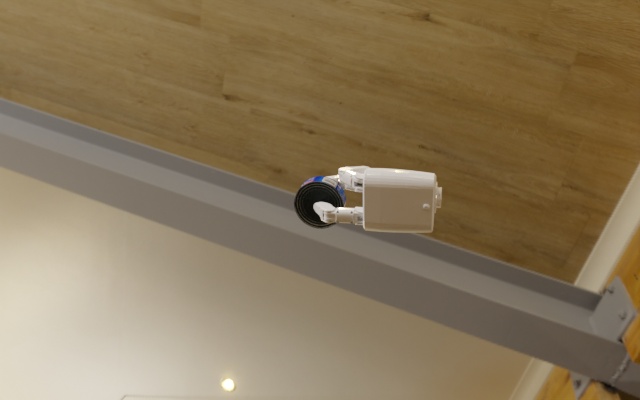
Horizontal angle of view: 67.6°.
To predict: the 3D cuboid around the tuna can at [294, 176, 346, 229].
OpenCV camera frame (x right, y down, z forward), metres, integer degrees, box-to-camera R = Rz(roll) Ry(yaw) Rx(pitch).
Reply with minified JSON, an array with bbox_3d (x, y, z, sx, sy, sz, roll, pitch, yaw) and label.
[{"bbox_3d":[0.000,0.002,0.814,0.086,0.086,0.033,0,22,13],"label":"tuna can"}]
